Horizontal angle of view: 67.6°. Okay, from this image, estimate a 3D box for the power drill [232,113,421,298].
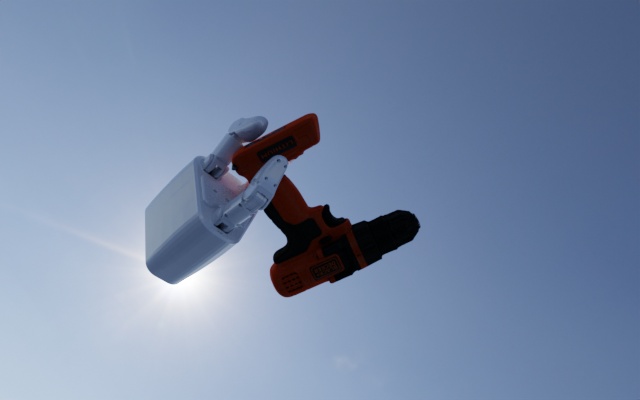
[{"bbox_3d":[0.000,0.001,0.538,0.184,0.188,0.057,-25,13,2],"label":"power drill"}]
